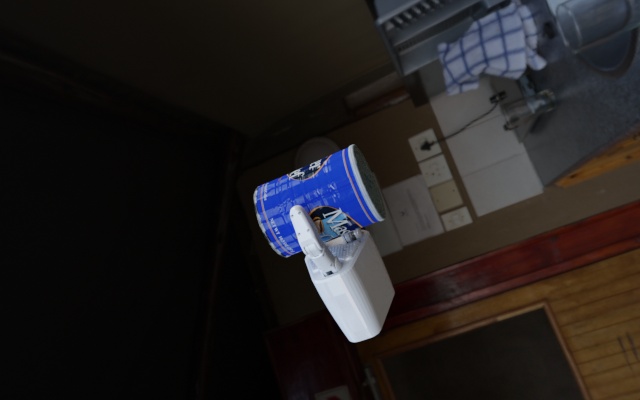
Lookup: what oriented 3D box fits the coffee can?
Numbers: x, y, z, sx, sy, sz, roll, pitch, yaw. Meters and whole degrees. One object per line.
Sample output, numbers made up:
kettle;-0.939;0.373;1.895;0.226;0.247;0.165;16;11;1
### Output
coffee can;0.000;0.002;0.619;0.140;0.103;0.103;-23;-6;15
